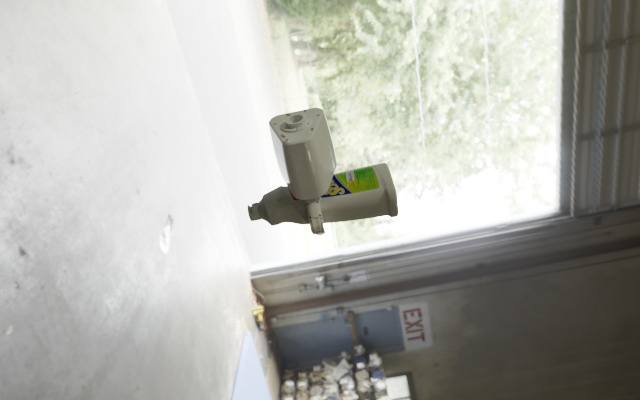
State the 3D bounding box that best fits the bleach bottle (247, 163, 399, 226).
[{"bbox_3d":[0.000,0.003,0.817,0.251,0.068,0.102,-11,37,3],"label":"bleach bottle"}]
